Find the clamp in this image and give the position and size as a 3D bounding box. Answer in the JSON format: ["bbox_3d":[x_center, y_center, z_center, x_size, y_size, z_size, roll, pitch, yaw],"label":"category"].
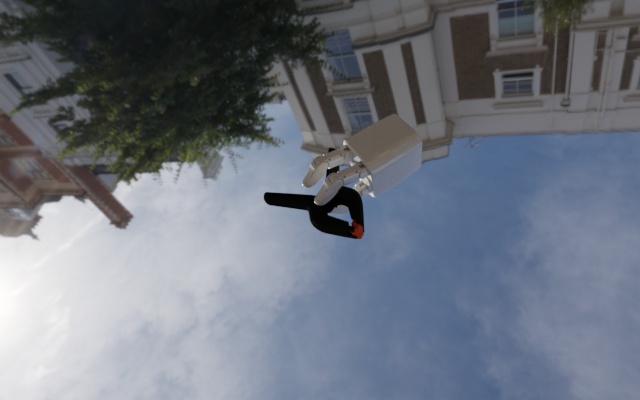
[{"bbox_3d":[0.001,0.003,0.827,0.164,0.036,0.210,-32,45,-4],"label":"clamp"}]
